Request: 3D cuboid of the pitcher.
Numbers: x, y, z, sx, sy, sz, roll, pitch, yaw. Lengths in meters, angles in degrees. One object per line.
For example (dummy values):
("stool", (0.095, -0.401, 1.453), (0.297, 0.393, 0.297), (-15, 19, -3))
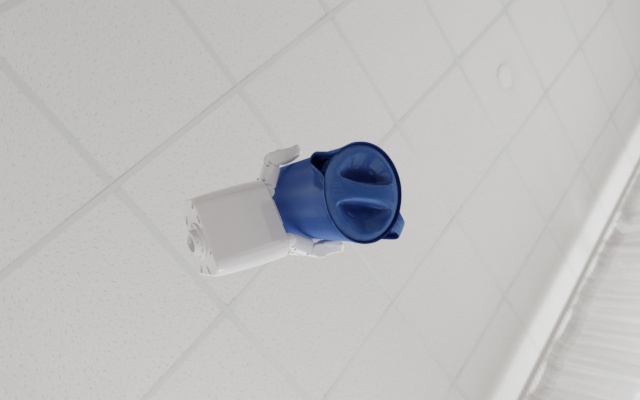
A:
("pitcher", (0.000, 0.002, 0.713), (0.145, 0.149, 0.243), (-17, 6, -34))
